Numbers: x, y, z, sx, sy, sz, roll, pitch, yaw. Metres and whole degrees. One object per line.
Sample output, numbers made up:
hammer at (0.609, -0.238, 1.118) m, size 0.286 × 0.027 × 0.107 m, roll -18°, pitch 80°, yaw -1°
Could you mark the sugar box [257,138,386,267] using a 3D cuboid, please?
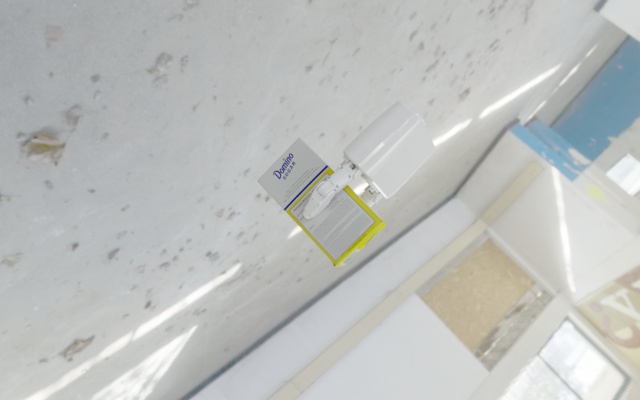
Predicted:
sugar box at (0.000, 0.002, 0.693) m, size 0.176 × 0.093 × 0.048 m, roll 47°, pitch 6°, yaw 18°
